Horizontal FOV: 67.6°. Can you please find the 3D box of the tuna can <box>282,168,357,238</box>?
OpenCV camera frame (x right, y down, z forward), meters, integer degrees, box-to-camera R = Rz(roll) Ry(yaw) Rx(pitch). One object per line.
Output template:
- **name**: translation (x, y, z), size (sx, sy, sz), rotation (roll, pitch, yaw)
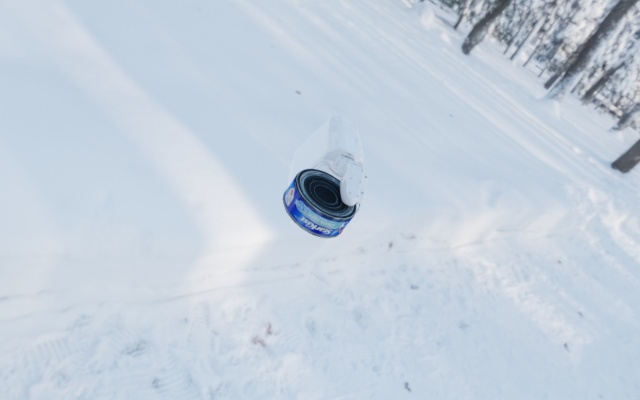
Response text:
- **tuna can**: translation (0.000, 0.002, 0.571), size (0.086, 0.086, 0.034), rotation (0, -42, -41)
